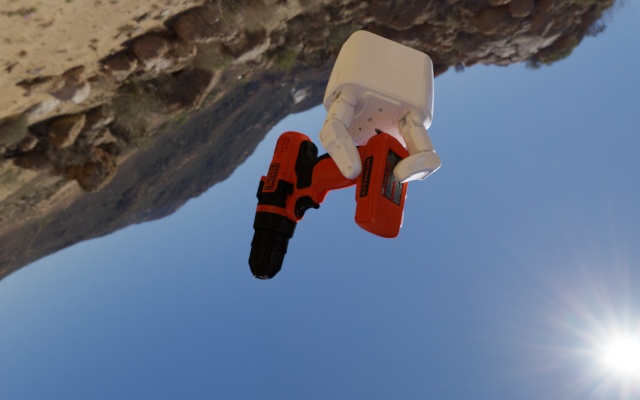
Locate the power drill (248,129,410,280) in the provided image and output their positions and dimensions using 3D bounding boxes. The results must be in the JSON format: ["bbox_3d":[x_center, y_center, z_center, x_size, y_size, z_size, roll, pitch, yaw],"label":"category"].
[{"bbox_3d":[0.001,0.001,0.527,0.187,0.184,0.057,-2,-19,41],"label":"power drill"}]
